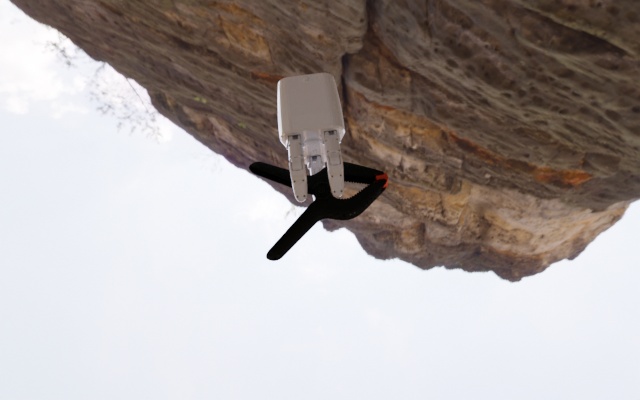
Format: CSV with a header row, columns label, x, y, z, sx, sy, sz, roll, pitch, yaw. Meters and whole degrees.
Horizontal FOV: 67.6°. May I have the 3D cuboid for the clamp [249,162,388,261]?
label,x,y,z,sx,sy,sz,roll,pitch,yaw
clamp,0.001,0.002,0.716,0.210,0.164,0.036,-8,-25,1
